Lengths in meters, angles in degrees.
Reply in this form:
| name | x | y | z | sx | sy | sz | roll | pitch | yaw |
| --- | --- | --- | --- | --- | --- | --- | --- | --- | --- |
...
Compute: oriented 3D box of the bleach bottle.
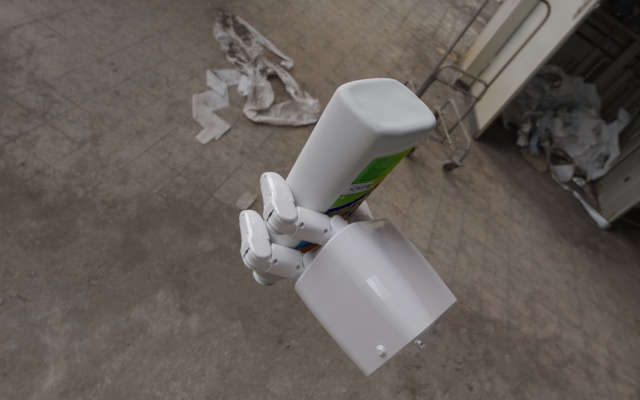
| name | x | y | z | sx | sy | sz | roll | pitch | yaw |
| --- | --- | --- | --- | --- | --- | --- | --- | --- | --- |
| bleach bottle | 0.000 | 0.001 | 0.465 | 0.102 | 0.068 | 0.251 | -20 | -27 | -46 |
